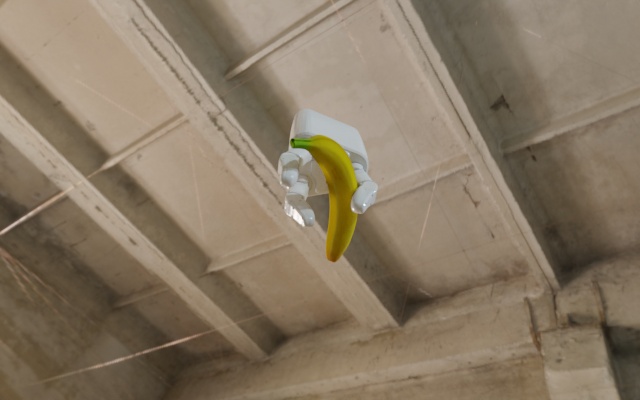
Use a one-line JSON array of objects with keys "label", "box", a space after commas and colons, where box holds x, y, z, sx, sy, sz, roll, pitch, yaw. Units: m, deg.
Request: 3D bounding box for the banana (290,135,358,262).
[{"label": "banana", "box": [0.016, -0.008, 0.604, 0.069, 0.198, 0.037, -24, 35, -9]}]
